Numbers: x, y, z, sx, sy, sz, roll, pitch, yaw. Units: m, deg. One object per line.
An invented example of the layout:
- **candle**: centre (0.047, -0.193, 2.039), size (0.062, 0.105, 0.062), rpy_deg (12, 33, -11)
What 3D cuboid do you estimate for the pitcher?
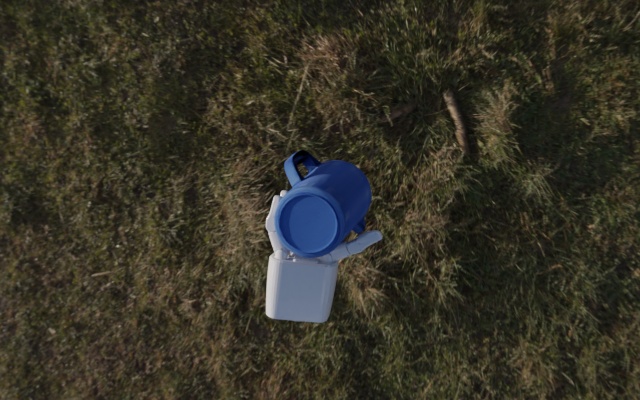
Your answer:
- **pitcher**: centre (0.000, 0.003, 0.800), size (0.149, 0.145, 0.243), rpy_deg (11, 13, 10)
